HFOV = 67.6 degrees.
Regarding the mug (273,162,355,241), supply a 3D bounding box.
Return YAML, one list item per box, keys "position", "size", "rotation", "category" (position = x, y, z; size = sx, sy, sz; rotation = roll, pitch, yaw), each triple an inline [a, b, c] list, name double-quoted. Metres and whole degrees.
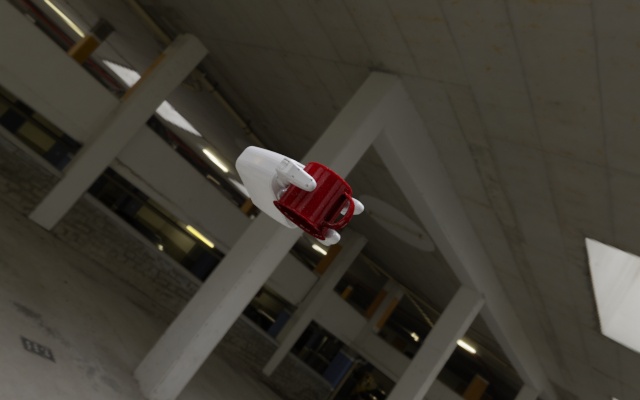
- position: [0.001, 0.002, 0.683]
  size: [0.117, 0.081, 0.093]
  rotation: [25, -16, 43]
  category: "mug"
